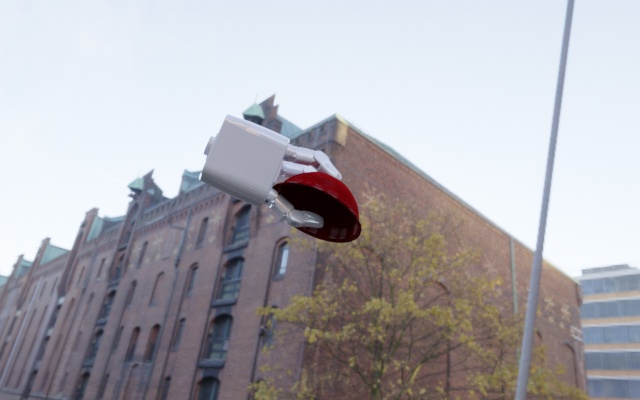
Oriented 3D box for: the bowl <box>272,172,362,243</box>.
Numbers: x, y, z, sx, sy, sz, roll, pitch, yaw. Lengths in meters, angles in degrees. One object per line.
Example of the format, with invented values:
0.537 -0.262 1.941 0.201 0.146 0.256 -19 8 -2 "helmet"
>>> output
0.001 0.003 0.781 0.162 0.055 0.162 20 -30 12 "bowl"
